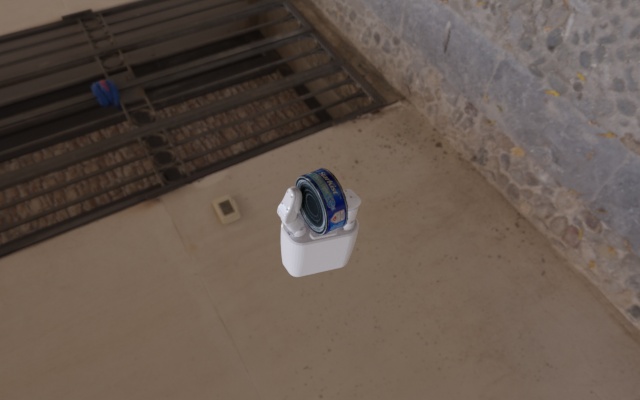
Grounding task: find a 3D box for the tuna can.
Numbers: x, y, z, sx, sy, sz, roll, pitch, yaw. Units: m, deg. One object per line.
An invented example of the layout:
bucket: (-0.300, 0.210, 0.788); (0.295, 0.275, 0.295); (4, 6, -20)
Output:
tuna can: (0.000, 0.002, 0.639); (0.033, 0.086, 0.086); (-21, 9, -24)
